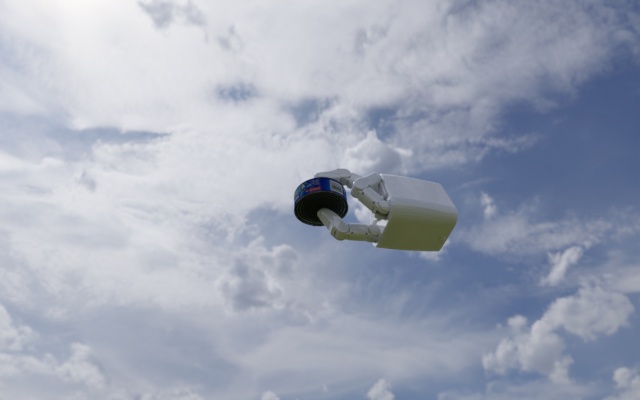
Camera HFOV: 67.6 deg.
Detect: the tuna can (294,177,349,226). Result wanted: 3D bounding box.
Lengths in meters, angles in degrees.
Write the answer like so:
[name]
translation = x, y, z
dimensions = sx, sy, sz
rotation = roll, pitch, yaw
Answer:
[tuna can]
translation = 0.000, 0.002, 0.756
dimensions = 0.086, 0.033, 0.086
rotation = -3, -40, -3
